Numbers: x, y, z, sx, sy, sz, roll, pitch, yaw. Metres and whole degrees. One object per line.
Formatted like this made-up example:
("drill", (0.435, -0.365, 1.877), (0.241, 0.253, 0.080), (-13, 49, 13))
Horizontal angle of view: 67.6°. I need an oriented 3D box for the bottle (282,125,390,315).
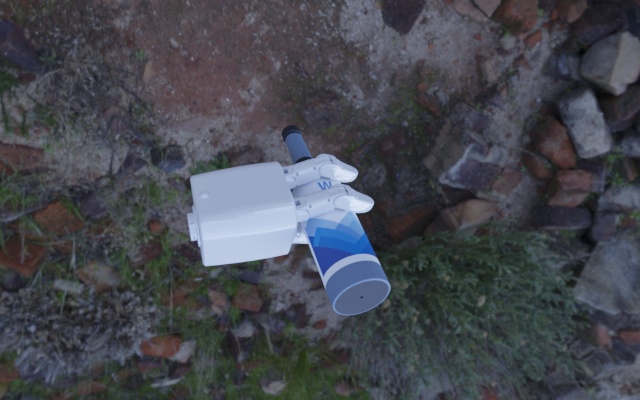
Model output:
("bottle", (0.000, 0.002, 0.606), (0.069, 0.069, 0.295), (0, 44, -25))
